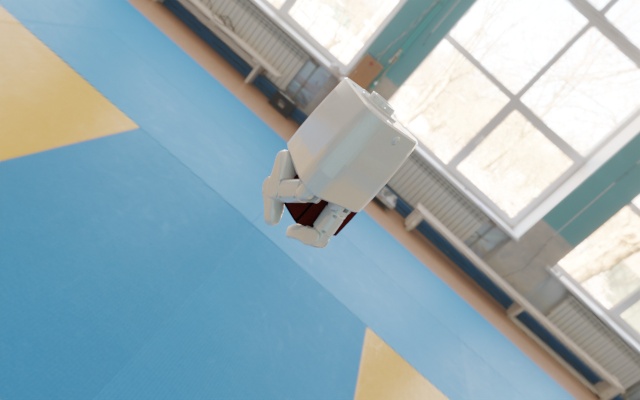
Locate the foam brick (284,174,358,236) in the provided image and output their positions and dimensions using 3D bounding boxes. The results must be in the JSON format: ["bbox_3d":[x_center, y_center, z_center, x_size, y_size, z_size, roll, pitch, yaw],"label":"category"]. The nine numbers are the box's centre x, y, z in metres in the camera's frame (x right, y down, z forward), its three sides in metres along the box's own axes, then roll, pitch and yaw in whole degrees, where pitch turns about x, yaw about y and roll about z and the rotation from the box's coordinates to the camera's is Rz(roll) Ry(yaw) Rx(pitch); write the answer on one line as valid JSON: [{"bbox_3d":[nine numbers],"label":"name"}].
[{"bbox_3d":[0.000,0.002,0.587,0.078,0.051,0.053,22,26,-47],"label":"foam brick"}]
